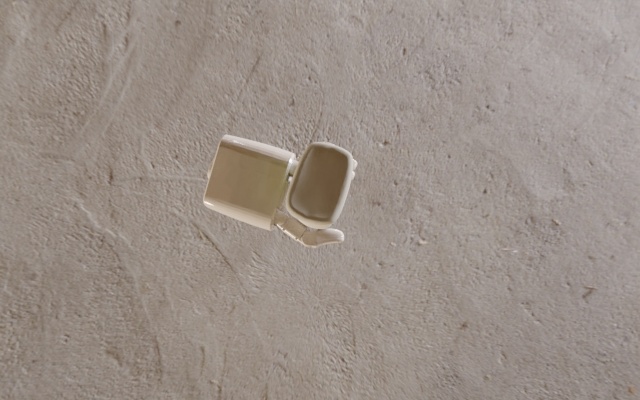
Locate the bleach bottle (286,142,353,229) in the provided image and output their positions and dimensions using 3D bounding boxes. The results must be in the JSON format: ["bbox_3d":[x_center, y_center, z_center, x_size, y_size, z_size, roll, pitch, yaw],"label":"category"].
[{"bbox_3d":[0.000,0.002,0.679,0.068,0.102,0.251,18,-11,3],"label":"bleach bottle"}]
